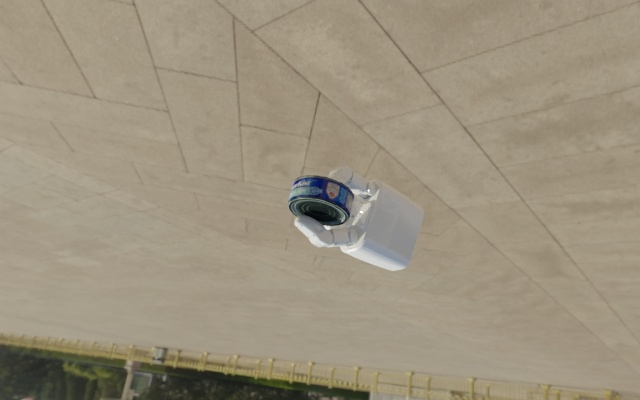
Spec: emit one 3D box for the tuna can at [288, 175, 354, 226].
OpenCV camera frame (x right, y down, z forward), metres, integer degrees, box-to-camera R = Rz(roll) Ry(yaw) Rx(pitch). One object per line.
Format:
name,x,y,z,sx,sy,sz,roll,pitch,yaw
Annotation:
tuna can,0.000,0.003,0.639,0.086,0.033,0.086,11,-25,5
